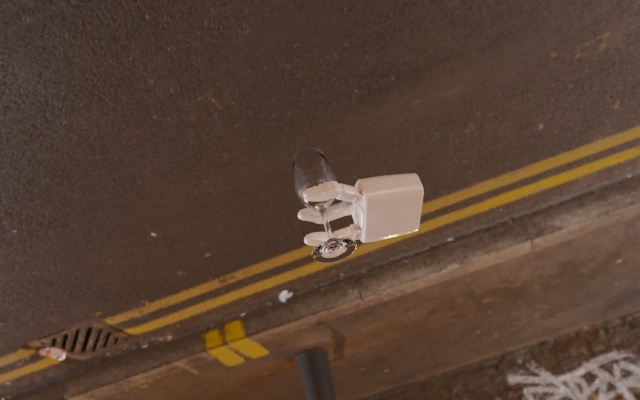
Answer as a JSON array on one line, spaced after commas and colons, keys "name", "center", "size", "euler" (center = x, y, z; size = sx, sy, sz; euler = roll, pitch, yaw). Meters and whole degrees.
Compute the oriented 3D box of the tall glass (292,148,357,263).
[{"name": "tall glass", "center": [0.000, 0.003, 0.820], "size": [0.079, 0.201, 0.079], "euler": [-11, -35, -8]}]
